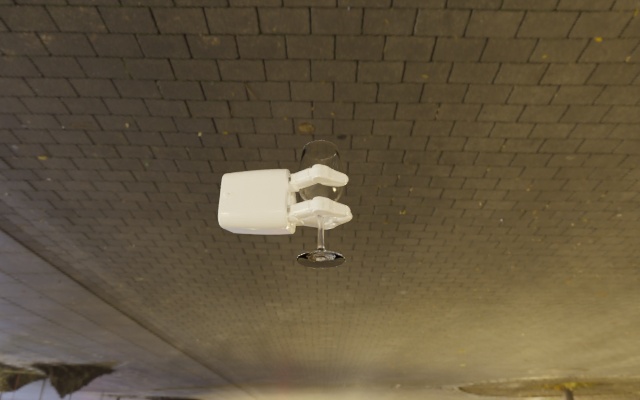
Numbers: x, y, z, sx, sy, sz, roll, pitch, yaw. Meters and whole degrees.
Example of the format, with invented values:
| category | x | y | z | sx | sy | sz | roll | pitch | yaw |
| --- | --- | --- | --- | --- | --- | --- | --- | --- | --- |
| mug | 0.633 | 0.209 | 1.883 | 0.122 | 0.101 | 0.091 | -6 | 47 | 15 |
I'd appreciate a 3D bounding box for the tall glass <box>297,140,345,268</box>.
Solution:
| category | x | y | z | sx | sy | sz | roll | pitch | yaw |
| --- | --- | --- | --- | --- | --- | --- | --- | --- | --- |
| tall glass | 0.000 | 0.003 | 0.772 | 0.079 | 0.201 | 0.079 | 0 | -27 | 0 |
